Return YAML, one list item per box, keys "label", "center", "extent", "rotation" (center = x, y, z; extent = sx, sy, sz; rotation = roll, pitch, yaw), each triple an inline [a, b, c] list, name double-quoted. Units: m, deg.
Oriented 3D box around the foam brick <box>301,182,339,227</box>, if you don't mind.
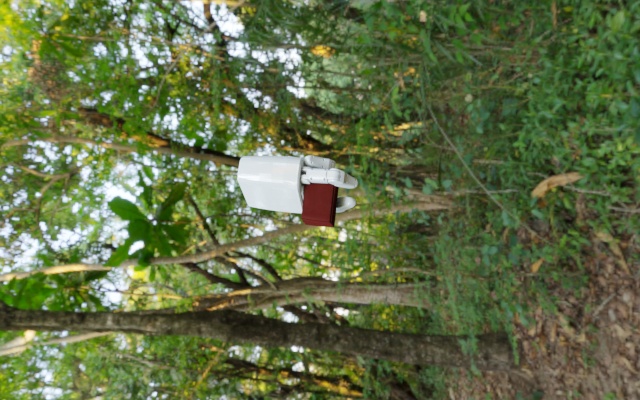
- label: "foam brick"
  center: [0.000, 0.003, 0.809]
  extent: [0.051, 0.078, 0.053]
  rotation: [4, -14, 8]
